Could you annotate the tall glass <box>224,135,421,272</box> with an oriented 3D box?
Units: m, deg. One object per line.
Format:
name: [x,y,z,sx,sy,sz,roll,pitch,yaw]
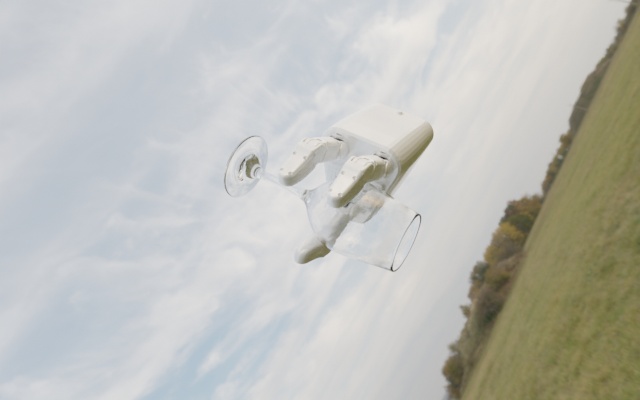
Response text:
tall glass: [-0.001,0.001,0.495,0.201,0.079,0.079,26,11,23]
